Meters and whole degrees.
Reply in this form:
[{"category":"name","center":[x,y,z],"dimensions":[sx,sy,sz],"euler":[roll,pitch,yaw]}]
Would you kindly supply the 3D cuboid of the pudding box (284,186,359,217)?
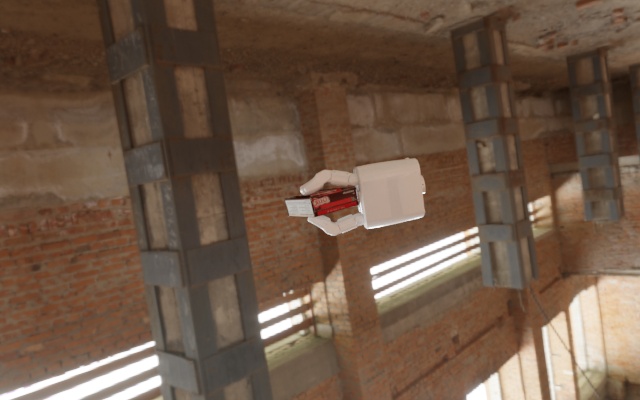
[{"category":"pudding box","center":[0.000,0.003,0.837],"dimensions":[0.090,0.039,0.113],"euler":[-13,3,-27]}]
